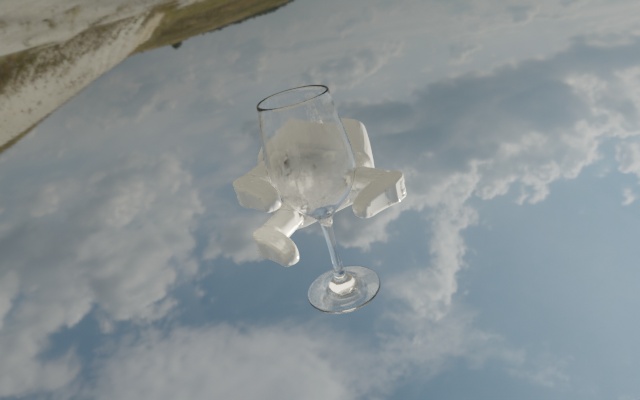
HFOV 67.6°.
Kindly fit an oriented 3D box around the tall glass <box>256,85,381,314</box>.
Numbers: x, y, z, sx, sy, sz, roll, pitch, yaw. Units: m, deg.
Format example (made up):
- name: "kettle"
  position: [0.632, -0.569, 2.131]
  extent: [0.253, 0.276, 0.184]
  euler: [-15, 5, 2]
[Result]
- name: "tall glass"
  position: [0.000, 0.002, 0.435]
  extent: [0.079, 0.201, 0.079]
  euler: [-12, 26, 6]
